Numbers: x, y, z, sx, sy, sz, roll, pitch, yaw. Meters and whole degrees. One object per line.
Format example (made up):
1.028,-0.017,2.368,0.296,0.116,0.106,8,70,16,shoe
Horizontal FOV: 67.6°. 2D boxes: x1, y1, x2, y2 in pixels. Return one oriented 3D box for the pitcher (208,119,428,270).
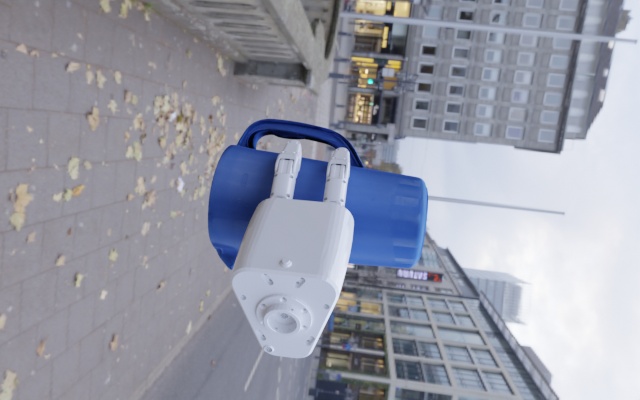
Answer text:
0.000,0.002,0.572,0.243,0.149,0.145,7,33,5,pitcher
